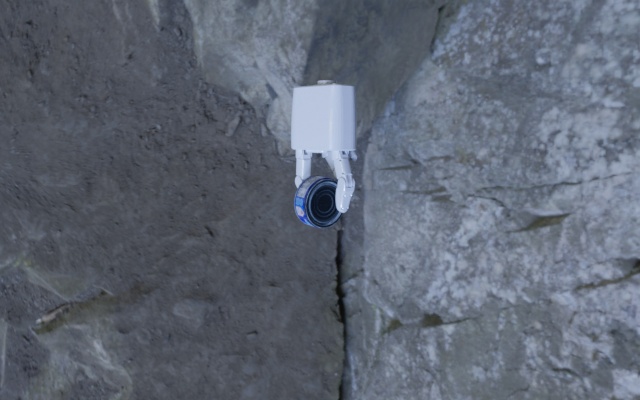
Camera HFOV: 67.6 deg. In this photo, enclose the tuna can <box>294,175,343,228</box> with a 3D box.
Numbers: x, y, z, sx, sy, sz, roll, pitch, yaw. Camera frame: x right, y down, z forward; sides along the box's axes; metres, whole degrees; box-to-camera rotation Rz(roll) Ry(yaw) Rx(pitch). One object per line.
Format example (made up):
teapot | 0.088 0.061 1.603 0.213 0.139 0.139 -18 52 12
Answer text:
tuna can | 0.000 0.003 0.792 0.086 0.086 0.033 0 10 -36
